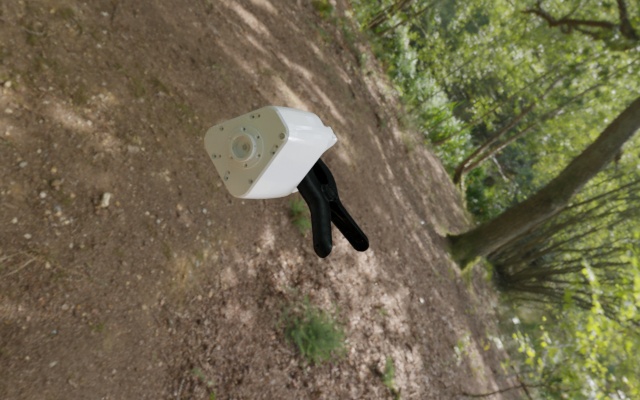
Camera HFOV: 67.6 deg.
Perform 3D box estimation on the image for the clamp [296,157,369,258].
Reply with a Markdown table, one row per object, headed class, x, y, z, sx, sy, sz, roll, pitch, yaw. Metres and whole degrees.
| class | x | y | z | sx | sy | sz | roll | pitch | yaw |
| --- | --- | --- | --- | --- | --- | --- | --- | --- | --- |
| clamp | 0.001 | 0.002 | 0.640 | 0.039 | 0.171 | 0.120 | -33 | -9 | 22 |
